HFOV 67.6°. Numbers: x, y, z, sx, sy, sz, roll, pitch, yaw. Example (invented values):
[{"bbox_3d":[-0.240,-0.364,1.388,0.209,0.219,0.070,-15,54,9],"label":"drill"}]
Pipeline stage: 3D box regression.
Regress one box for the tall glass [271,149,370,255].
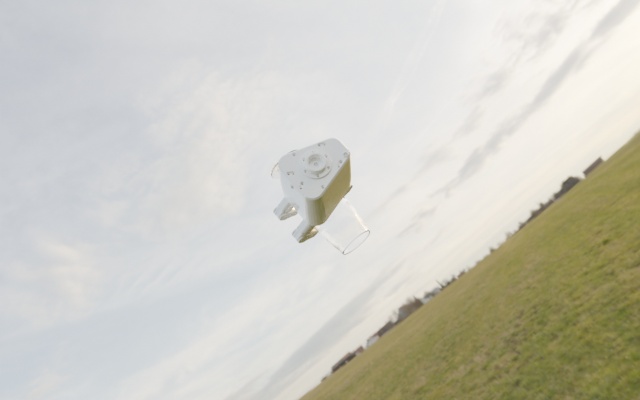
[{"bbox_3d":[0.000,0.002,0.854,0.079,0.201,0.079,-36,-19,-15],"label":"tall glass"}]
